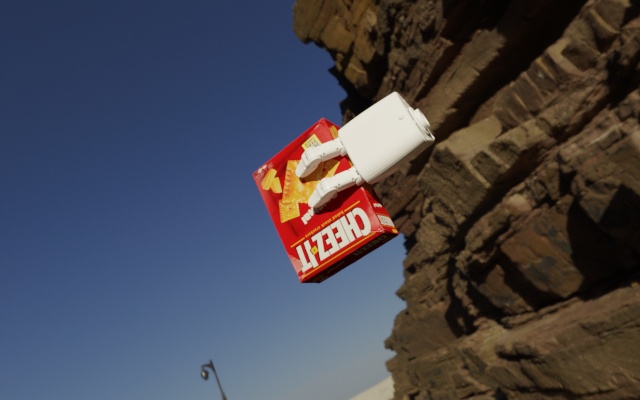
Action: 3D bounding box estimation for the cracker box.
[{"bbox_3d":[0.000,0.002,0.772,0.164,0.213,0.072,-35,-23,21],"label":"cracker box"}]
